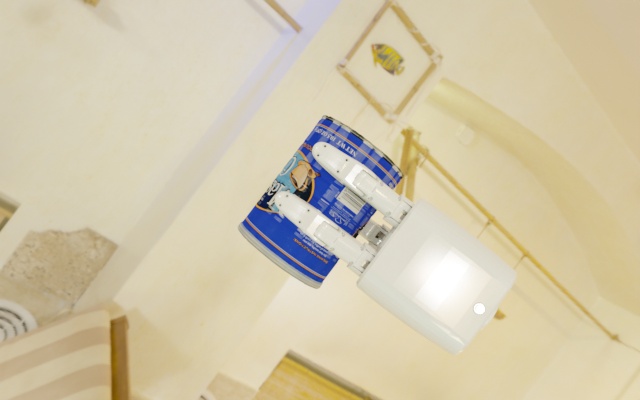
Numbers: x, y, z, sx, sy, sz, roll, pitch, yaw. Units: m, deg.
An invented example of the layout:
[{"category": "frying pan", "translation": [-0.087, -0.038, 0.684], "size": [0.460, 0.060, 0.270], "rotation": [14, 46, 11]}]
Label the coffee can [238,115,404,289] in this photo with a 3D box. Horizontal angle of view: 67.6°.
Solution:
[{"category": "coffee can", "translation": [0.000, 0.002, 0.479], "size": [0.103, 0.140, 0.103], "rotation": [37, -1, 1]}]
